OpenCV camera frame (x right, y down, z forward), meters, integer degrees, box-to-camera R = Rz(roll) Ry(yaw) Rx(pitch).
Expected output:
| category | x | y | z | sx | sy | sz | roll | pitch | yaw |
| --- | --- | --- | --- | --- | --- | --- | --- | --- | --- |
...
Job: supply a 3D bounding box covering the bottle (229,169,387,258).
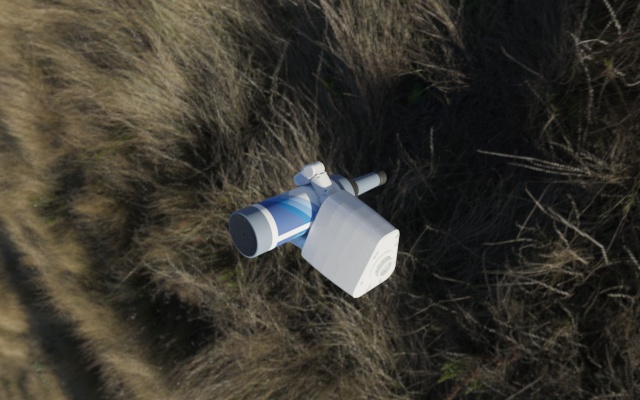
| category | x | y | z | sx | sy | sz | roll | pitch | yaw |
| --- | --- | --- | --- | --- | --- | --- | --- | --- | --- |
| bottle | 0.000 | 0.002 | 0.732 | 0.295 | 0.069 | 0.069 | -23 | 15 | -40 |
